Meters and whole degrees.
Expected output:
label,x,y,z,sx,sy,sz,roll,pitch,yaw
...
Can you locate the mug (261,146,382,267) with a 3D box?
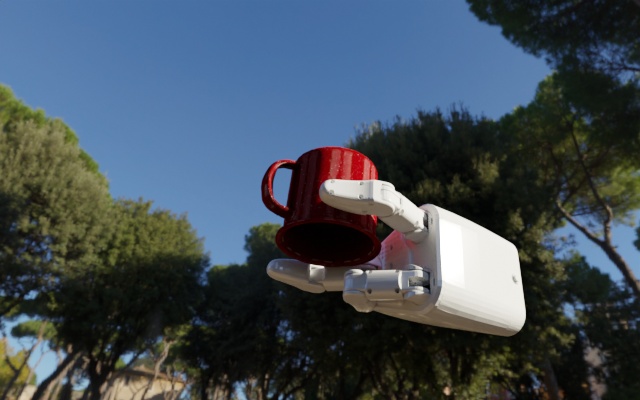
label,x,y,z,sx,sy,sz,roll,pitch,yaw
mug,-0.001,0.001,0.430,0.117,0.081,0.093,22,-34,-24
